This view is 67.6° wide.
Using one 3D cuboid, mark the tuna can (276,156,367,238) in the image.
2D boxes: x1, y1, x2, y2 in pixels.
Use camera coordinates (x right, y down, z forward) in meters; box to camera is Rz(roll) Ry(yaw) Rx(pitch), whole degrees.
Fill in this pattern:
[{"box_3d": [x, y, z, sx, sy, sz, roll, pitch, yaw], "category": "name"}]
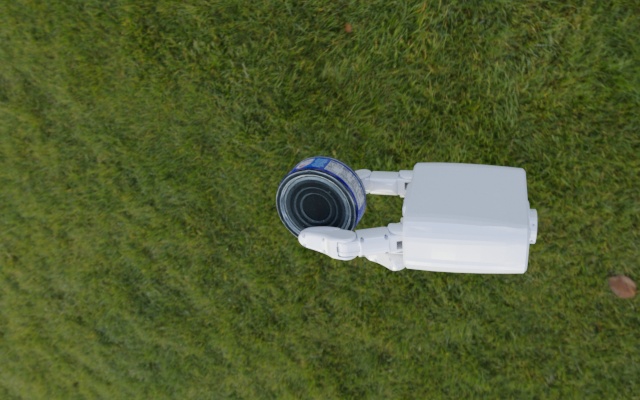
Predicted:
[{"box_3d": [0.000, 0.002, 0.472, 0.086, 0.086, 0.033, 0, 26, 22], "category": "tuna can"}]
